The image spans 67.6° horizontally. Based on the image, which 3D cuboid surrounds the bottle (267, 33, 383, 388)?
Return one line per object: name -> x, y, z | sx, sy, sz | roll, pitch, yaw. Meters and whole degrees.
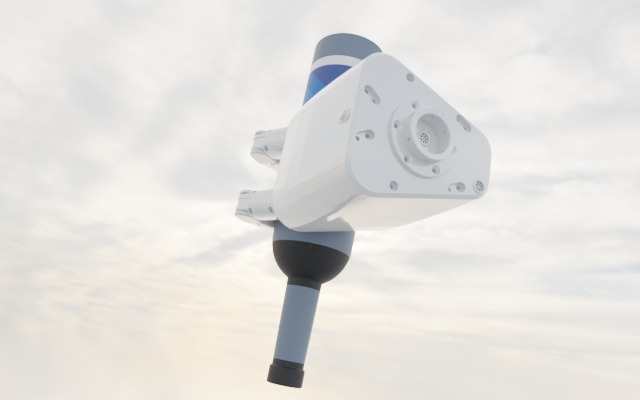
bottle -> 0.000, 0.001, 0.403 | 0.069, 0.295, 0.069 | 10, -18, 3
